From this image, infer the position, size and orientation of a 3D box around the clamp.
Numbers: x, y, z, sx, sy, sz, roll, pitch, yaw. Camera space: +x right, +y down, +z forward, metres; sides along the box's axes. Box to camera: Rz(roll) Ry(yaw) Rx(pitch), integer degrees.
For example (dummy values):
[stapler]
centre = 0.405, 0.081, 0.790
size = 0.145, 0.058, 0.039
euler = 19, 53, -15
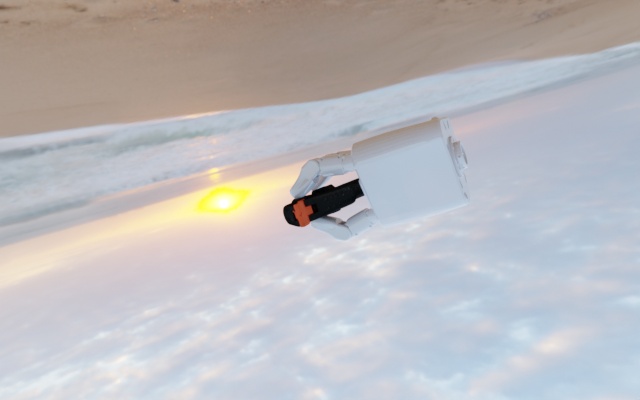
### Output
[clamp]
centre = 0.000, 0.003, 0.622
size = 0.164, 0.036, 0.210
euler = -19, 3, 25
